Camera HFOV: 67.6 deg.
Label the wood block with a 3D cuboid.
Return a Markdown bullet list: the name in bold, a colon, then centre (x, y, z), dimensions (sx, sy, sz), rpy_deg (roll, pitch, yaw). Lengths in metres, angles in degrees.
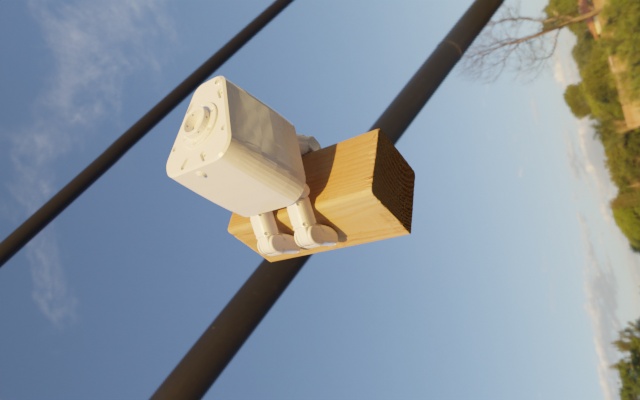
- **wood block**: centre (0.000, 0.001, 0.577), dimensions (0.206, 0.090, 0.090), rpy_deg (-15, -42, 34)
